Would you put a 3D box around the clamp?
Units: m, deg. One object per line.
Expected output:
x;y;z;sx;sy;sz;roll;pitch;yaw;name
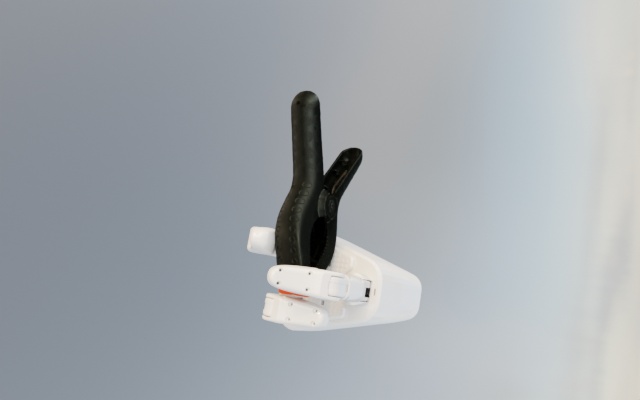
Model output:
0.001;0.002;0.433;0.039;0.171;0.120;4;-11;35;clamp
